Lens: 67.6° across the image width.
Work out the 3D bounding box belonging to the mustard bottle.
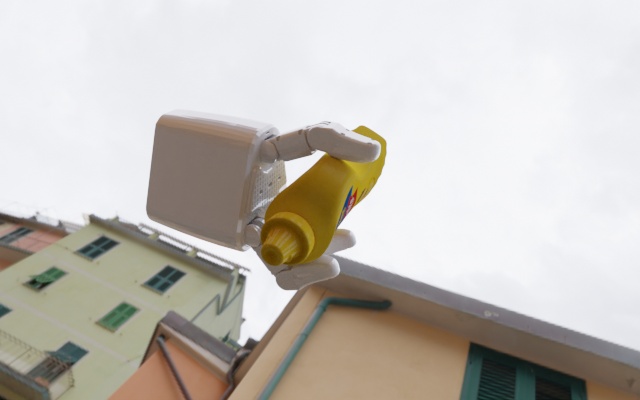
[{"bbox_3d":[0.000,0.001,0.419,0.058,0.096,0.191,36,32,6],"label":"mustard bottle"}]
